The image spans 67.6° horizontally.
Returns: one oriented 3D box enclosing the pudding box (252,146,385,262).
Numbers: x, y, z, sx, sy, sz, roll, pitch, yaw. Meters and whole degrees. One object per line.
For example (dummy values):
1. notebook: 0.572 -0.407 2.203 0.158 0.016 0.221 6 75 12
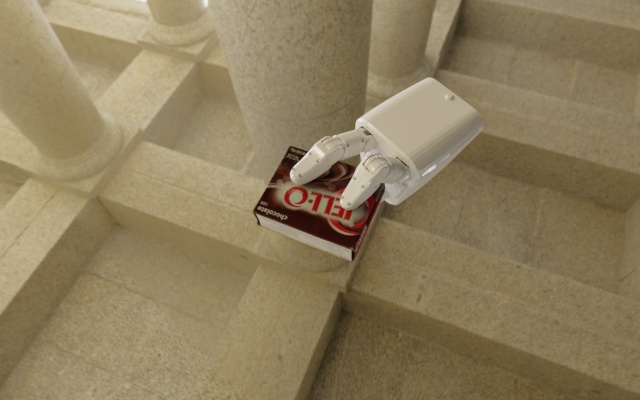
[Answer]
1. pudding box: 0.000 0.002 0.498 0.113 0.090 0.039 18 -28 15
